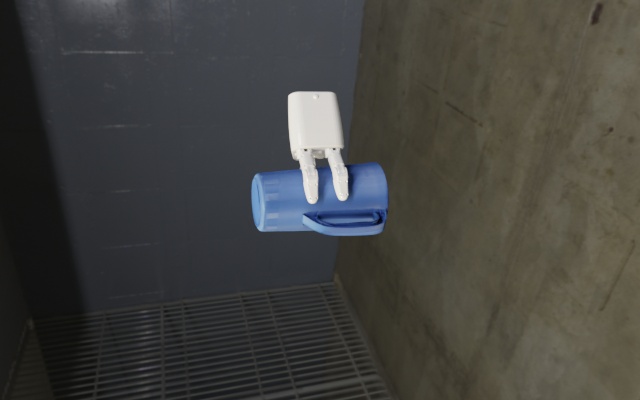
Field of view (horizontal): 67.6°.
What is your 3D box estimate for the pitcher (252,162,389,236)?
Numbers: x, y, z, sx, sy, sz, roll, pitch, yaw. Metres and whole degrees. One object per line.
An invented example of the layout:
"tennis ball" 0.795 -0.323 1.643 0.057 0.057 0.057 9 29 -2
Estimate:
"pitcher" 0.000 0.003 0.895 0.243 0.145 0.149 -4 -8 -16
